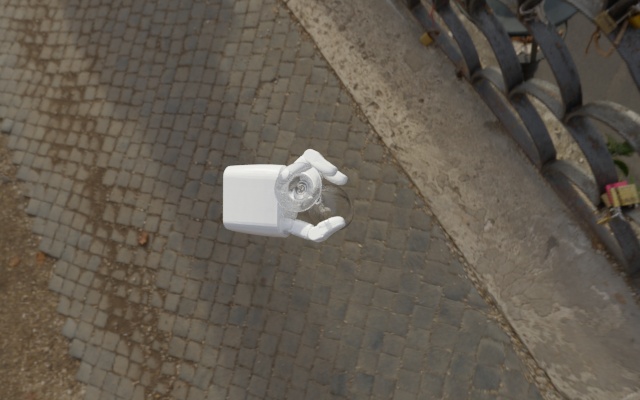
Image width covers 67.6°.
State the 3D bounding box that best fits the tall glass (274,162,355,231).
[{"bbox_3d":[0.000,0.002,0.775,0.079,0.079,0.201,0,-13,20],"label":"tall glass"}]
